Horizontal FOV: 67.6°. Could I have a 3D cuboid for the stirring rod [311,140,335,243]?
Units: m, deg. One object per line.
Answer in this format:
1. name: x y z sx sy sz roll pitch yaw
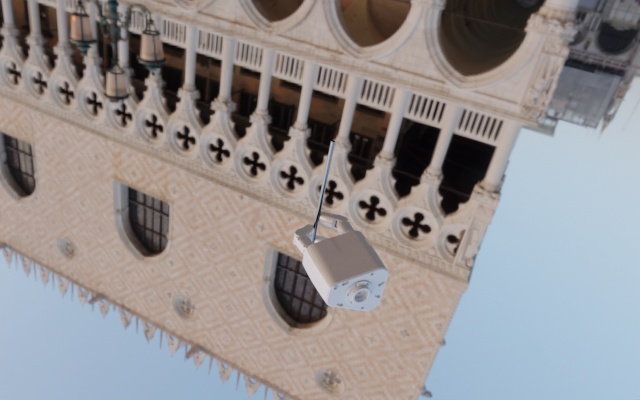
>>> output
1. stirring rod: 0.000 0.003 0.872 0.011 0.240 0.011 9 28 -5
